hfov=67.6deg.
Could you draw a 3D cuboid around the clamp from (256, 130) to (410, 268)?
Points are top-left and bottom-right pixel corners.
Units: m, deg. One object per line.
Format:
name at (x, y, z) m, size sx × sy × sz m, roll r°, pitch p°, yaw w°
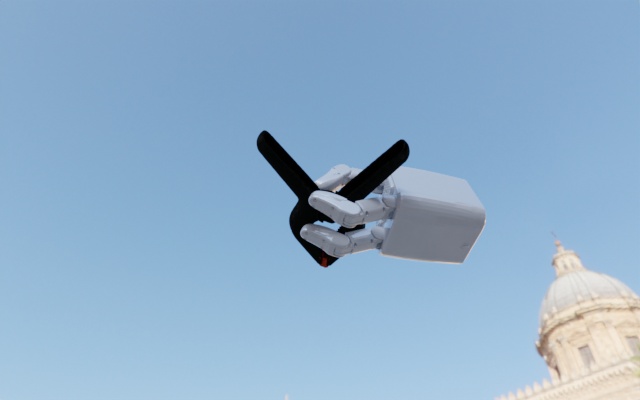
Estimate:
clamp at (0.000, 0.002, 0.573) m, size 0.164 × 0.210 × 0.036 m, roll 10°, pitch 43°, yaw -3°
